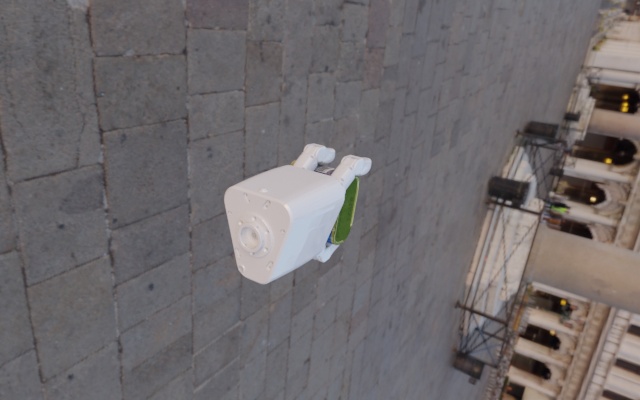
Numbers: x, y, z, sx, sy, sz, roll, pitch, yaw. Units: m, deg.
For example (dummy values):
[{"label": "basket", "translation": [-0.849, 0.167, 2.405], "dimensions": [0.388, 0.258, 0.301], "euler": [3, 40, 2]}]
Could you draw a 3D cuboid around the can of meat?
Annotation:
[{"label": "can of meat", "translation": [0.000, 0.002, 0.646], "dimensions": [0.084, 0.102, 0.057], "euler": [17, 19, 27]}]
